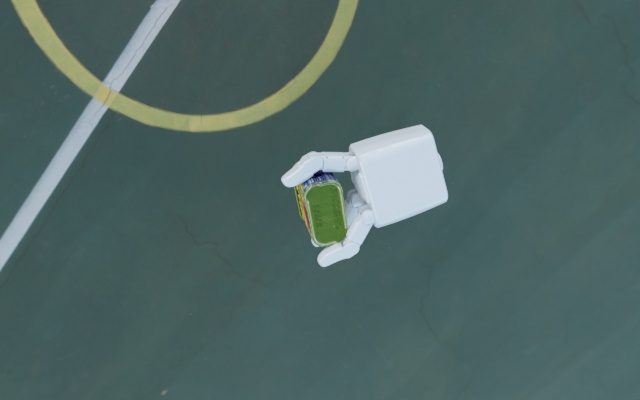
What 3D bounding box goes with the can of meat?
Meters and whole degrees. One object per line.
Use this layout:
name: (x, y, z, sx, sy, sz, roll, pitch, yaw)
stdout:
can of meat: (0.000, 0.002, 0.666, 0.057, 0.102, 0.084, -14, 28, -7)
